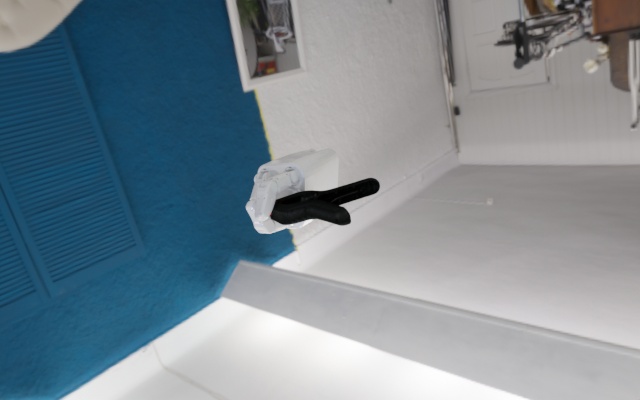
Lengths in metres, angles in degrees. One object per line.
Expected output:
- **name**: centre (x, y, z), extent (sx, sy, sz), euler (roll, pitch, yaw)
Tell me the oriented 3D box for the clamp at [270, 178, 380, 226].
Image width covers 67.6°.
- **clamp**: centre (0.000, 0.003, 0.688), extent (0.171, 0.039, 0.120), euler (0, 19, 39)
